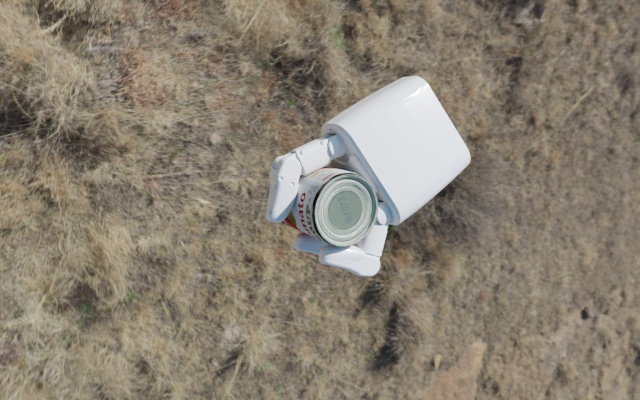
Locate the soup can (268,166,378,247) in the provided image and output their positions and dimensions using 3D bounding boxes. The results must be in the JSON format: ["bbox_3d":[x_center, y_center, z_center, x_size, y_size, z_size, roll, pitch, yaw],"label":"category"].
[{"bbox_3d":[0.000,0.002,0.456,0.068,0.068,0.102,0,9,-28],"label":"soup can"}]
